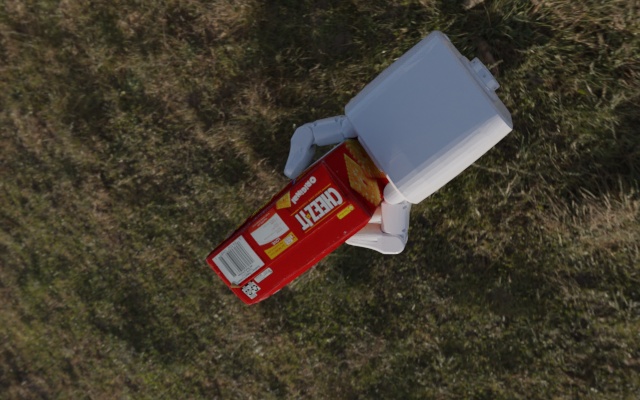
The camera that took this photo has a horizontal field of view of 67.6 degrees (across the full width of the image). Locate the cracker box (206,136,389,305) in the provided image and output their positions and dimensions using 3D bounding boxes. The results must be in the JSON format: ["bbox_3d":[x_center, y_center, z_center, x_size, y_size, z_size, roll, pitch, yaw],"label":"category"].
[{"bbox_3d":[0.000,0.002,0.510,0.164,0.072,0.213,-39,3,27],"label":"cracker box"}]
